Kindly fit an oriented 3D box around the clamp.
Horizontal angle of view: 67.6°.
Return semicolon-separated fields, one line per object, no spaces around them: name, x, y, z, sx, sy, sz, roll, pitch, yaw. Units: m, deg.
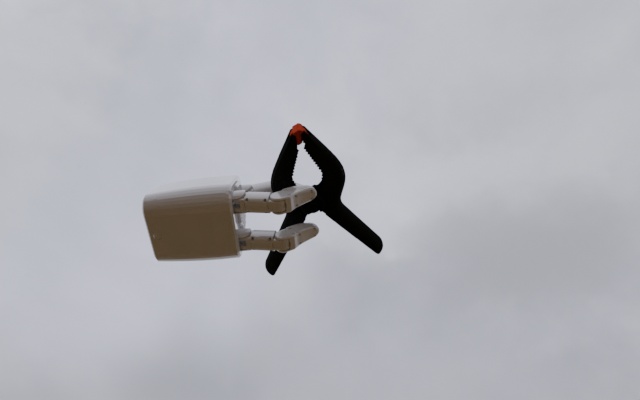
clamp;0.000;0.001;0.622;0.164;0.210;0.036;-6;28;-4
